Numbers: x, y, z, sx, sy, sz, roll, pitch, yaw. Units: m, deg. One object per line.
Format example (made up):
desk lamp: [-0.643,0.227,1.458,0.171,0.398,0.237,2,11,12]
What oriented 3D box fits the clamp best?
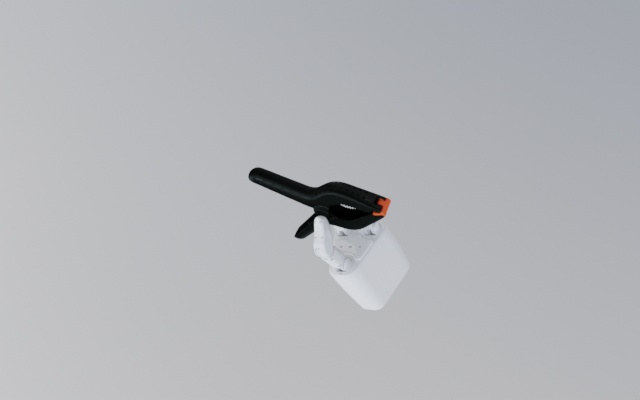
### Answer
clamp: [0.000,0.003,0.708,0.210,0.036,0.165,-5,-41,39]
